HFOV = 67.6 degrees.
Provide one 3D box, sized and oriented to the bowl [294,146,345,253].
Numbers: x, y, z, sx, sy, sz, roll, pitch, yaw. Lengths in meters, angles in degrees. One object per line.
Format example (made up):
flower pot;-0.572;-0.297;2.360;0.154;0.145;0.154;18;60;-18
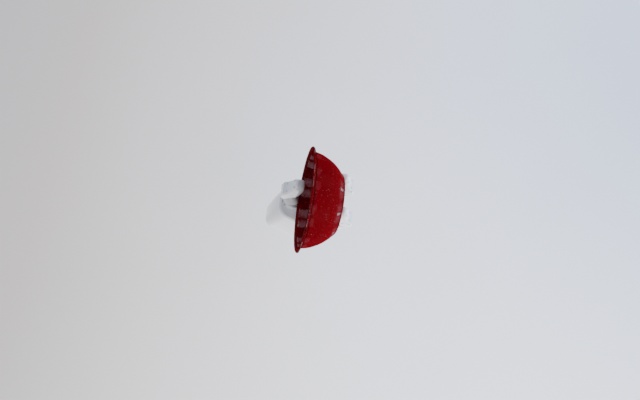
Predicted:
bowl;0.001;0.002;0.718;0.055;0.162;0.162;9;-1;-8
